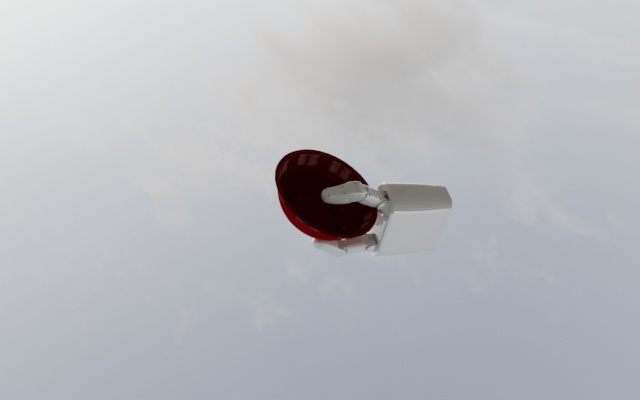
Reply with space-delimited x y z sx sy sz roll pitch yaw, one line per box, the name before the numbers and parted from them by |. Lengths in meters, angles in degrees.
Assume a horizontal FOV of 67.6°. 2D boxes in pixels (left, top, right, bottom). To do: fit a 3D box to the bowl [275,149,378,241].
bowl | -0.001 0.002 0.691 0.162 0.162 0.055 0 -38 -33
